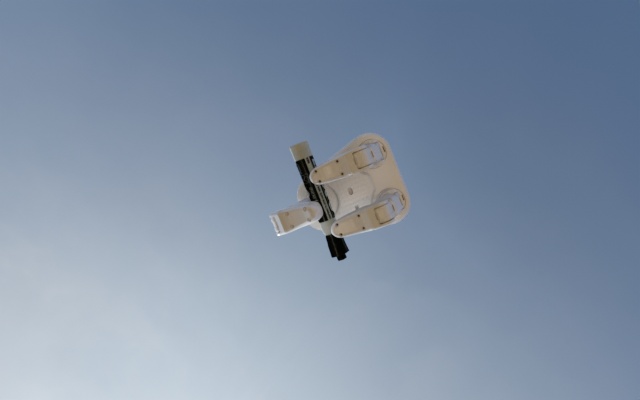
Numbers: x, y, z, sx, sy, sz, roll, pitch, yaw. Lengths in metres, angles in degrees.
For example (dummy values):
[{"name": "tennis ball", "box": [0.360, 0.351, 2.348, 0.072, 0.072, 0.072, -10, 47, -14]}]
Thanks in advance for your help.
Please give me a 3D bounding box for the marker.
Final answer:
[{"name": "marker", "box": [0.000, 0.002, 0.465, 0.020, 0.121, 0.020, -21, 4, 1]}]
